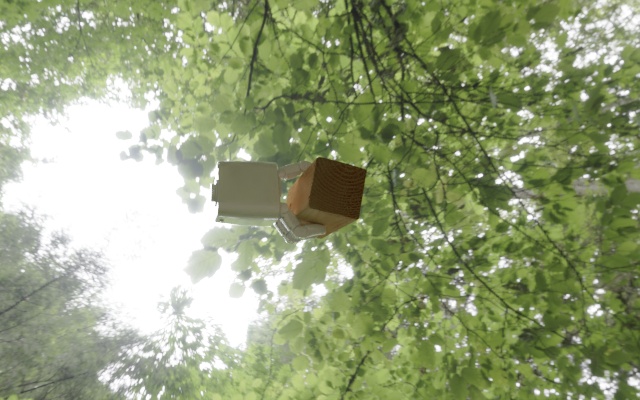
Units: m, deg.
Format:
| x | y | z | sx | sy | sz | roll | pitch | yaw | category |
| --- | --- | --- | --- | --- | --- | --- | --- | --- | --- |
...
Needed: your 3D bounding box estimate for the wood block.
| x | y | z | sx | sy | sz | roll | pitch | yaw | category |
| --- | --- | --- | --- | --- | --- | --- | --- | --- | --- |
| 0.000 | 0.002 | 0.866 | 0.090 | 0.090 | 0.206 | 14 | -16 | -14 | wood block |
